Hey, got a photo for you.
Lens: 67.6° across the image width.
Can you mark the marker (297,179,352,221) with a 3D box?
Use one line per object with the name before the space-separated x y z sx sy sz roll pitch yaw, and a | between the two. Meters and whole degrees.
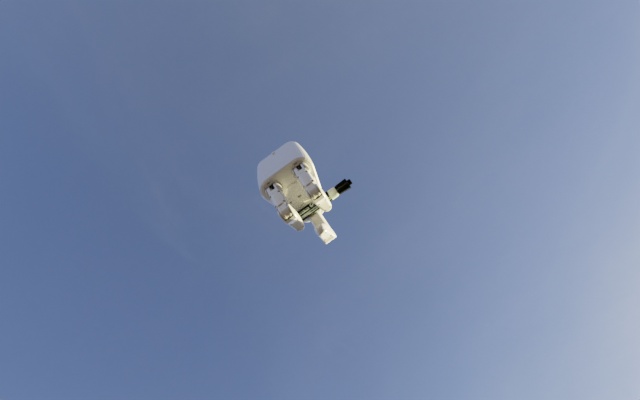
marker | 0.000 0.003 0.781 0.121 0.020 0.020 -35 -3 4
